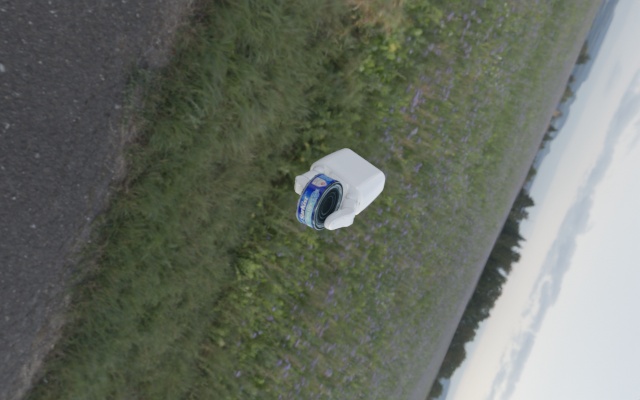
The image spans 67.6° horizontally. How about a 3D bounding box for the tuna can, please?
[{"bbox_3d":[0.001,0.003,0.752,0.033,0.086,0.086,26,11,24],"label":"tuna can"}]
